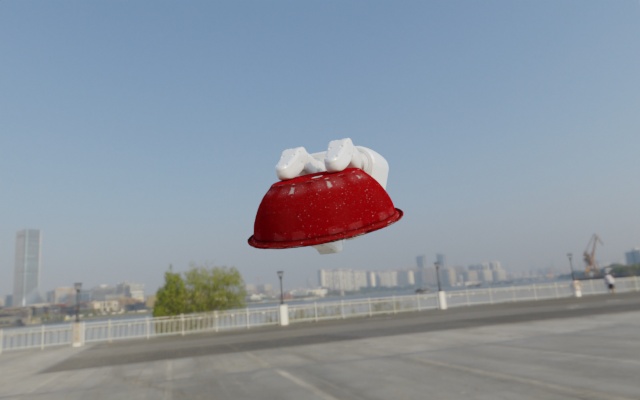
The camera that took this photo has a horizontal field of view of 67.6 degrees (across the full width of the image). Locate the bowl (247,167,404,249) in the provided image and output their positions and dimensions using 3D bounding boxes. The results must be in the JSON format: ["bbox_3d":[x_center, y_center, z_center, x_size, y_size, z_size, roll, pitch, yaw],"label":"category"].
[{"bbox_3d":[0.000,0.001,0.486,0.162,0.055,0.162,-11,8,1],"label":"bowl"}]
